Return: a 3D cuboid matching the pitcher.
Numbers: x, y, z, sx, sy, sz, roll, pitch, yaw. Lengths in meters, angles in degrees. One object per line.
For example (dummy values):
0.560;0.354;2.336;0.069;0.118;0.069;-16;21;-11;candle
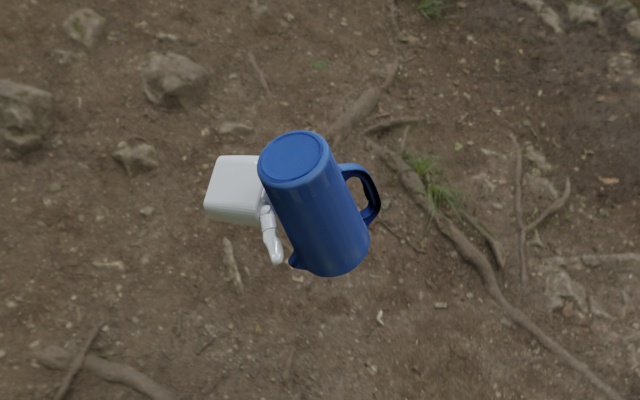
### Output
0.000;0.002;0.751;0.145;0.149;0.243;5;-34;22;pitcher
